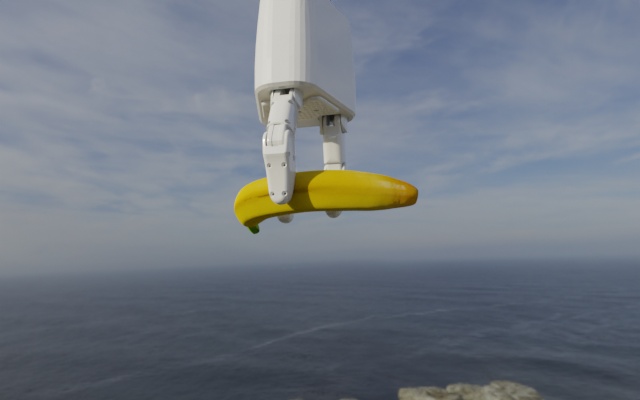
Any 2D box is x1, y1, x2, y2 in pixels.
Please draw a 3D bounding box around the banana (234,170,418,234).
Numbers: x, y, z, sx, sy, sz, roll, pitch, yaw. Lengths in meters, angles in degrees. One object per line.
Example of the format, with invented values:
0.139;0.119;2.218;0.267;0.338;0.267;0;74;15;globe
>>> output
-0.014;-0.002;0.427;0.198;0.037;0.070;-10;-19;37;banana
